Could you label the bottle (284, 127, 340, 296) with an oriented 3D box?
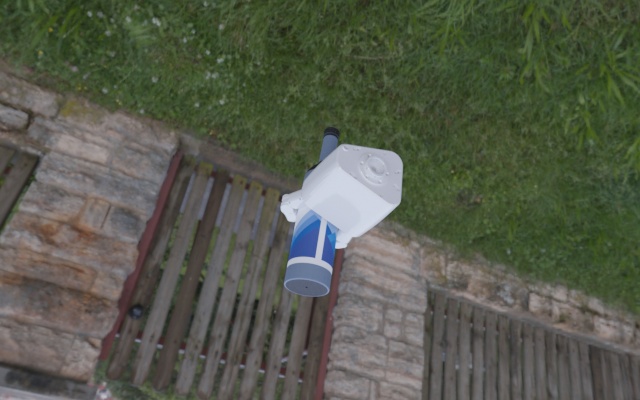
[{"bbox_3d":[0.000,0.003,0.764,0.069,0.295,0.069,7,-32,4],"label":"bottle"}]
